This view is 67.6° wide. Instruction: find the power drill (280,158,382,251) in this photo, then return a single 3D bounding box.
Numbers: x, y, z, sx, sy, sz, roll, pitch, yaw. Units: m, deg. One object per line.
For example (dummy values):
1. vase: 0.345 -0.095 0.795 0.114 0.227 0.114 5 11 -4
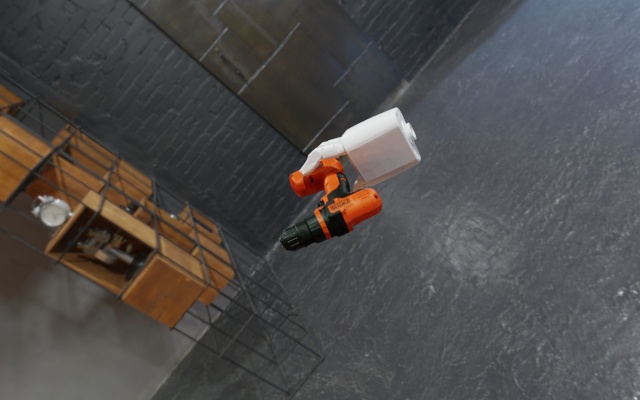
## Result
1. power drill: 0.000 0.002 0.861 0.184 0.057 0.187 -24 35 -2
